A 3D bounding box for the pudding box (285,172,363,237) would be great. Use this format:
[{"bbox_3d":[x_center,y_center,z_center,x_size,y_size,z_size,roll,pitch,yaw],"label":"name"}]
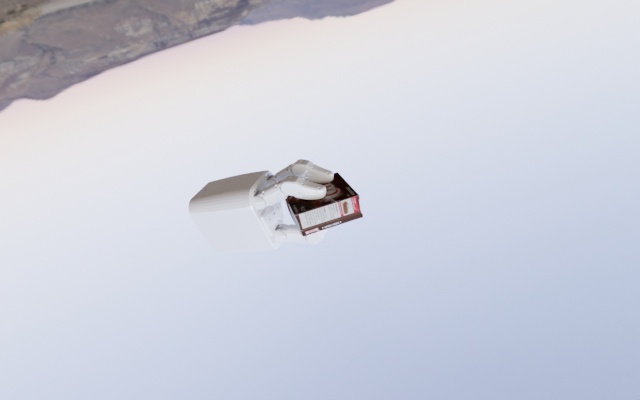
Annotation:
[{"bbox_3d":[0.000,0.002,0.672,0.090,0.039,0.113,-18,24,-7],"label":"pudding box"}]
